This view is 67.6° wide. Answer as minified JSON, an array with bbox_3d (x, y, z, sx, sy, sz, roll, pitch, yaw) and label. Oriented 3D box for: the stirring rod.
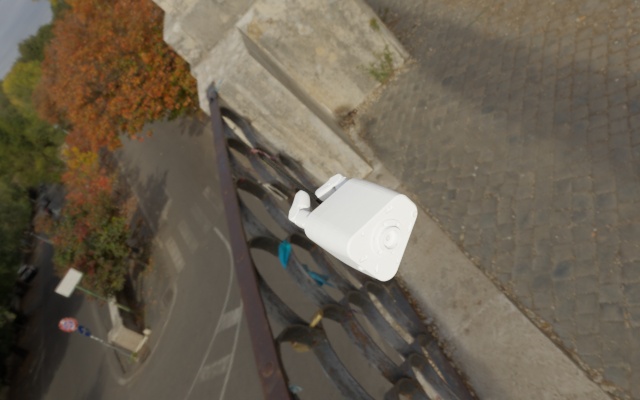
[{"bbox_3d":[0.000,0.002,0.742,0.240,0.011,0.011,38,-22,-31],"label":"stirring rod"}]
